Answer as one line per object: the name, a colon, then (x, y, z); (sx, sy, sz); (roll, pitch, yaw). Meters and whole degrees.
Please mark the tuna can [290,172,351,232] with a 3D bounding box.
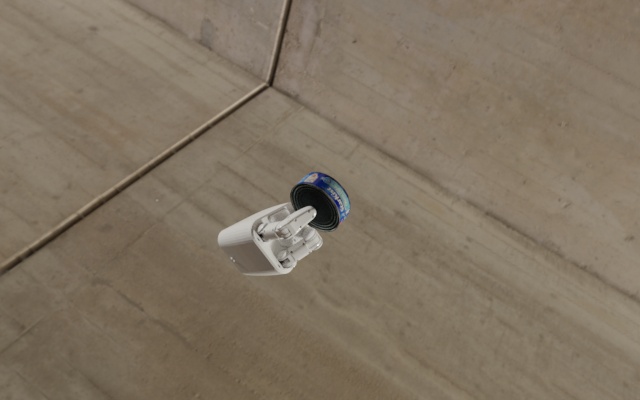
tuna can: (0.000, 0.002, 0.688); (0.086, 0.086, 0.033); (0, 35, 43)
